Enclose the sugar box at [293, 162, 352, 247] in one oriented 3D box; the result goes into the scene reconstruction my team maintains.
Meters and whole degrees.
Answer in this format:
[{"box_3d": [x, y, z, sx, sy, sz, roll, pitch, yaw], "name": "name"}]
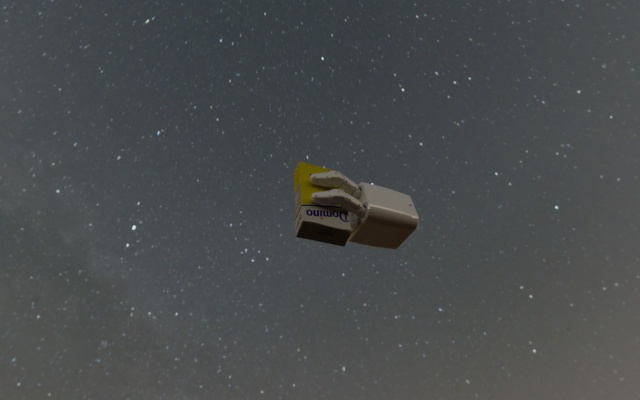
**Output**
[{"box_3d": [0.000, 0.002, 0.882, 0.093, 0.048, 0.176, 13, 34, -16], "name": "sugar box"}]
